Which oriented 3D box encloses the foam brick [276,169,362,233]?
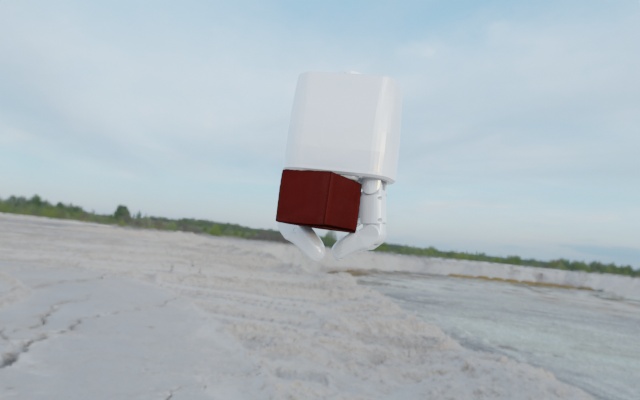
[{"bbox_3d":[0.000,0.002,0.464,0.053,0.051,0.078,5,-5,27],"label":"foam brick"}]
